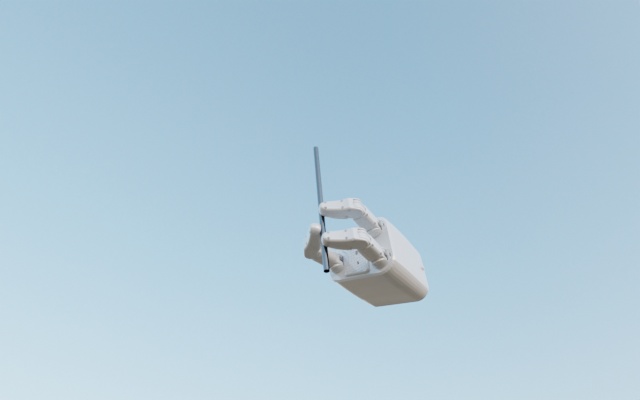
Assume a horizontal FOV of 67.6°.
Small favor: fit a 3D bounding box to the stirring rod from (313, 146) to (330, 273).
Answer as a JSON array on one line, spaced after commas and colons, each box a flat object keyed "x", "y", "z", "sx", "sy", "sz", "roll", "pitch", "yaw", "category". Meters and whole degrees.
[{"x": 0.000, "y": 0.002, "z": 0.675, "sx": 0.011, "sy": 0.239, "sz": 0.011, "roll": -3, "pitch": -45, "yaw": -3, "category": "stirring rod"}]
